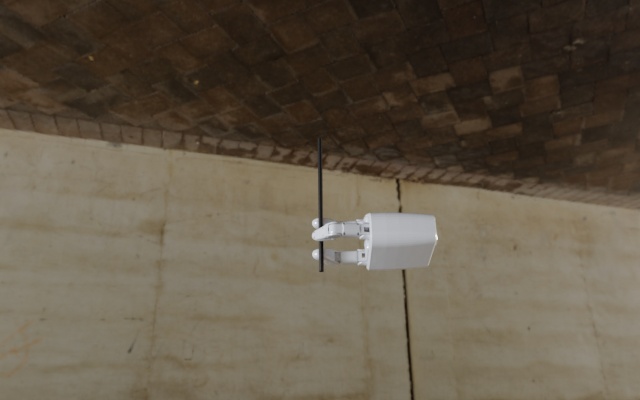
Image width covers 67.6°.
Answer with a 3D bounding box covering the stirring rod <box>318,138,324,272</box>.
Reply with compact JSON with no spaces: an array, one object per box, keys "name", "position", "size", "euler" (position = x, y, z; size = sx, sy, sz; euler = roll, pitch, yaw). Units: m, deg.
[{"name":"stirring rod","position":[0.000,0.003,0.817],"size":[0.011,0.239,0.011],"euler":[-1,-20,0]}]
